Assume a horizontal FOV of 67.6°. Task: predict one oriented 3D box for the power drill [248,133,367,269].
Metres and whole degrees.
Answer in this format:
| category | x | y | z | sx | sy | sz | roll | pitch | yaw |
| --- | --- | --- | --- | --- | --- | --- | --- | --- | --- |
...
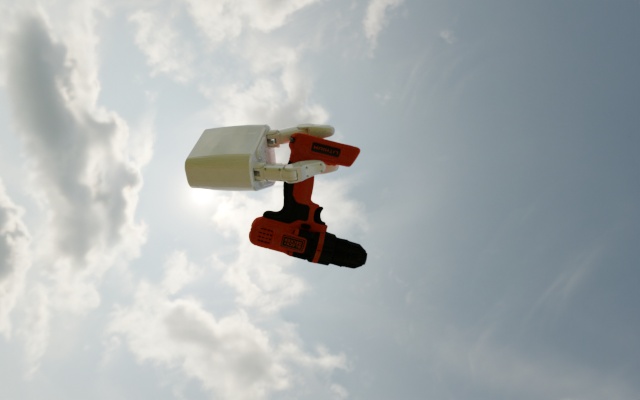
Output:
| category | x | y | z | sx | sy | sz | roll | pitch | yaw |
| --- | --- | --- | --- | --- | --- | --- | --- | --- | --- |
| power drill | 0.000 | 0.002 | 0.719 | 0.184 | 0.187 | 0.057 | 15 | 5 | -8 |
